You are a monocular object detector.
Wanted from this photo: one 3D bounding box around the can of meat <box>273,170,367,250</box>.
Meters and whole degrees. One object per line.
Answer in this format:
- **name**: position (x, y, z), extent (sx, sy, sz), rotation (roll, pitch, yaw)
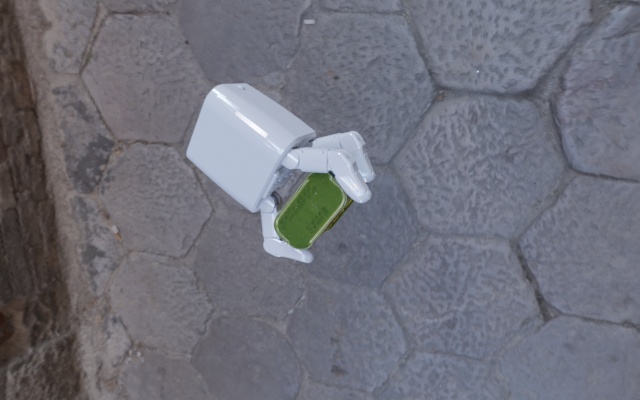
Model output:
- **can of meat**: position (0.000, 0.002, 0.551), extent (0.057, 0.102, 0.084), rotation (40, 23, 5)
